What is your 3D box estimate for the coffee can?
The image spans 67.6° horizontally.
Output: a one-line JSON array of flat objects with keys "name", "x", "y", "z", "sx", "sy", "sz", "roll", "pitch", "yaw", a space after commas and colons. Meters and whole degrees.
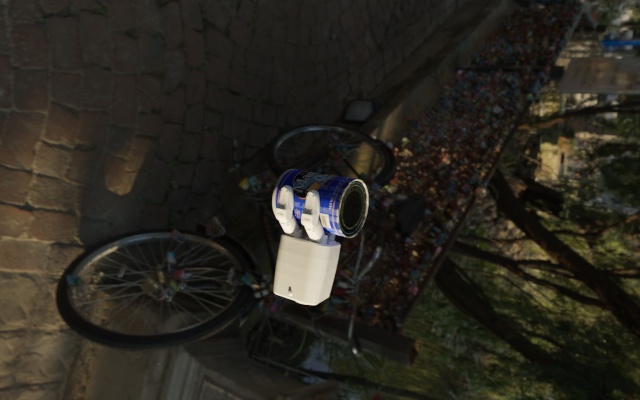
[{"name": "coffee can", "x": 0.000, "y": 0.003, "z": 0.851, "sx": 0.140, "sy": 0.103, "sz": 0.103, "roll": 11, "pitch": 6, "yaw": 33}]
